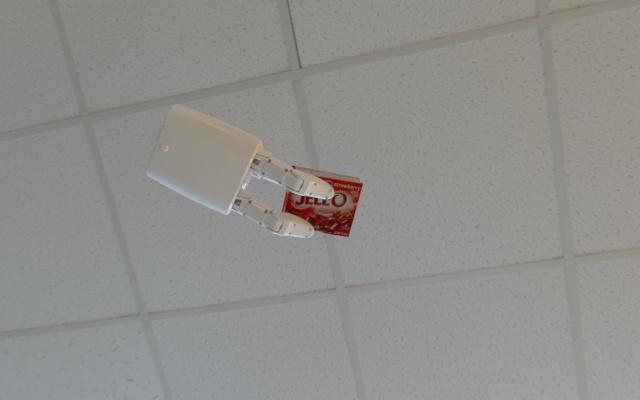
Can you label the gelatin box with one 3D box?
[{"bbox_3d":[0.000,0.002,0.590,0.089,0.073,0.030,10,19,-12],"label":"gelatin box"}]
